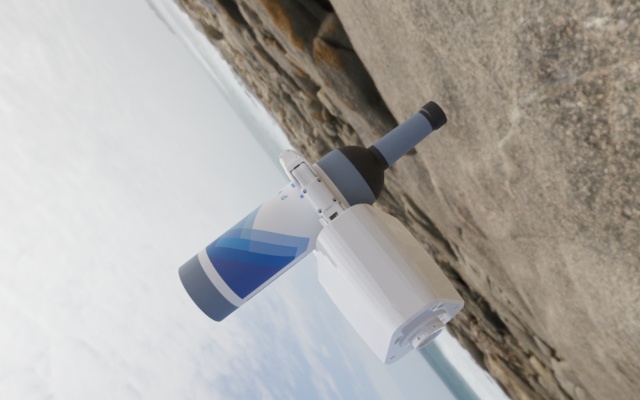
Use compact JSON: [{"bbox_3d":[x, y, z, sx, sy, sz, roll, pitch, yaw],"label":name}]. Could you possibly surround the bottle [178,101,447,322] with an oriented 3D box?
[{"bbox_3d":[0.000,0.002,0.468,0.295,0.069,0.069,-37,1,-2],"label":"bottle"}]
